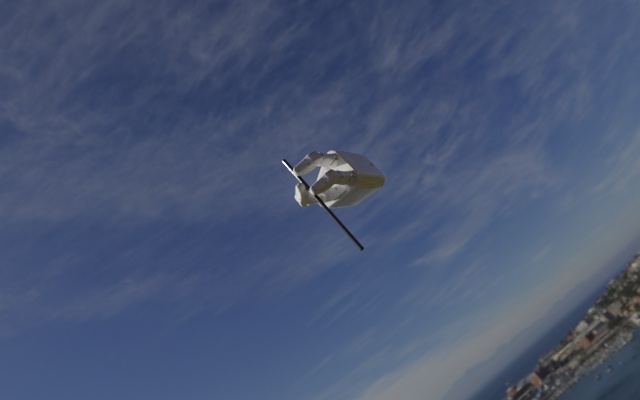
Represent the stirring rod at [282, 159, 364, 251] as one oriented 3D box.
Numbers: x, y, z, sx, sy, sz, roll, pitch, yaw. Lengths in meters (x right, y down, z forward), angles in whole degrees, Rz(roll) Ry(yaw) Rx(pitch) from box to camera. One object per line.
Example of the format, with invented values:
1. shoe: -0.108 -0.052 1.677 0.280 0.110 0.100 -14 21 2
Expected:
1. stirring rod: 0.000 0.003 0.866 0.011 0.011 0.239 0 42 -52
